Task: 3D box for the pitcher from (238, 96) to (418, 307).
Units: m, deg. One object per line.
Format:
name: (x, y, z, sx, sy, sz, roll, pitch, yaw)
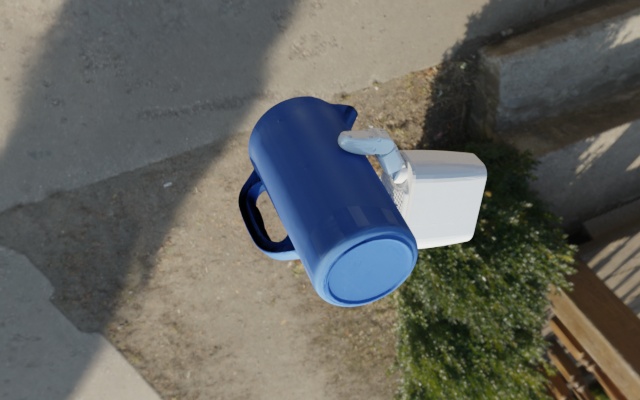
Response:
pitcher: (0.000, 0.002, 0.537, 0.145, 0.149, 0.242, -2, 38, -22)
